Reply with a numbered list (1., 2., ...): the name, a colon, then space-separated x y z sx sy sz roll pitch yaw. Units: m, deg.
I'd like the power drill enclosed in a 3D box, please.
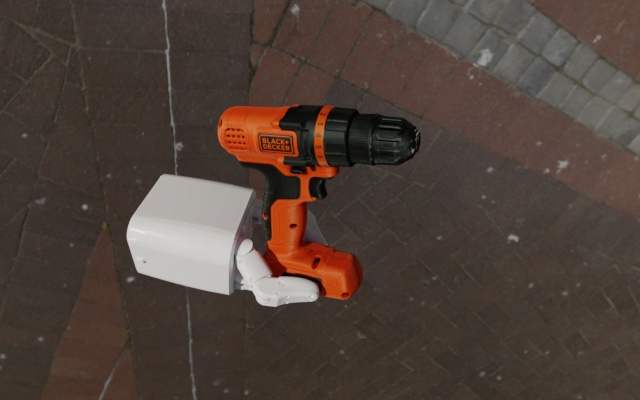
1. power drill: 0.000 0.002 0.453 0.184 0.188 0.057 8 30 22
